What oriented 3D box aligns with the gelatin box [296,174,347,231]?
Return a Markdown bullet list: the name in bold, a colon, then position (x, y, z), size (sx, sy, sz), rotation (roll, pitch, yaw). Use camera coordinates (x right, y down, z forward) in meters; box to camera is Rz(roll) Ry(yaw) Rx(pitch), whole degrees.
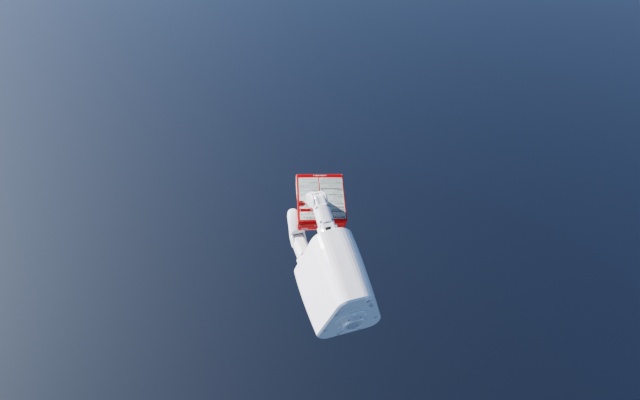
- **gelatin box**: position (0.000, 0.002, 0.728), size (0.073, 0.089, 0.030), rotation (-1, -33, -5)
